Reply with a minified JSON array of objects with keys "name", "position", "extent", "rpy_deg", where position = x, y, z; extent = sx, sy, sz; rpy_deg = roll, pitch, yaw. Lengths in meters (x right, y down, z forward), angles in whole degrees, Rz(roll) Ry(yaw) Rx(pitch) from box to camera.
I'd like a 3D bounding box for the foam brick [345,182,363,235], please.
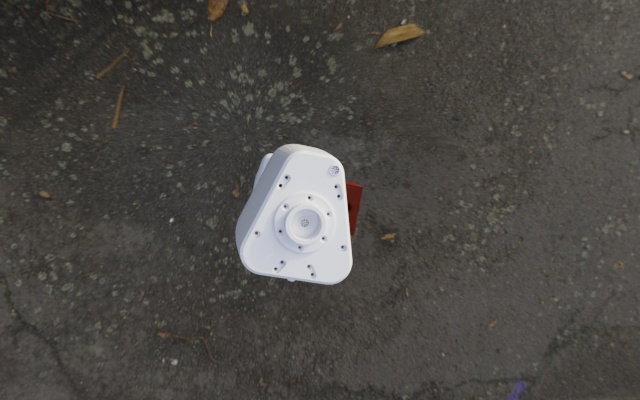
[{"name":"foam brick","position":[0.000,0.002,0.512],"extent":[0.078,0.053,0.051],"rpy_deg":[10,5,-11]}]
